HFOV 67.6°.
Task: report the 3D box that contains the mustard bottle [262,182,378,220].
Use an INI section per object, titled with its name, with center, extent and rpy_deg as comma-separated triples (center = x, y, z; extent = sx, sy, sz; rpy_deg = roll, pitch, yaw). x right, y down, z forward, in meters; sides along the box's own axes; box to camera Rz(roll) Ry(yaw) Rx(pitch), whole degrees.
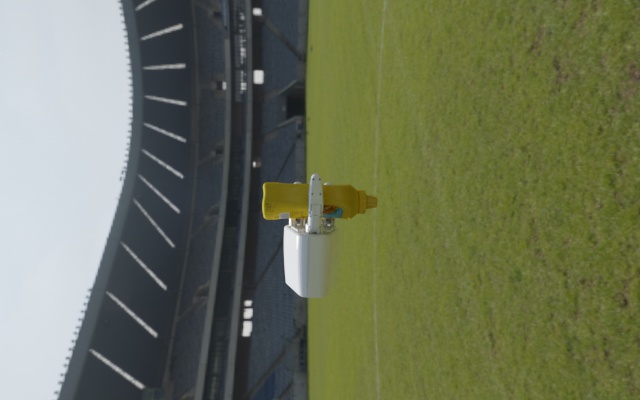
[mustard bottle]
center = 0.000, 0.002, 0.804
extent = 0.191, 0.058, 0.096
rpy_deg = 1, -18, -4
